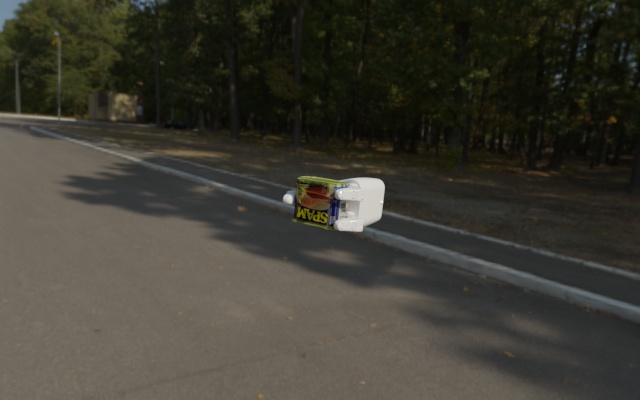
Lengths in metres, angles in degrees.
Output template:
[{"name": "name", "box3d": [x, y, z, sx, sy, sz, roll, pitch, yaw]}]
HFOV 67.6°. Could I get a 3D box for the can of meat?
[{"name": "can of meat", "box3d": [0.000, 0.003, 0.880, 0.102, 0.084, 0.057, 11, 10, 34]}]
